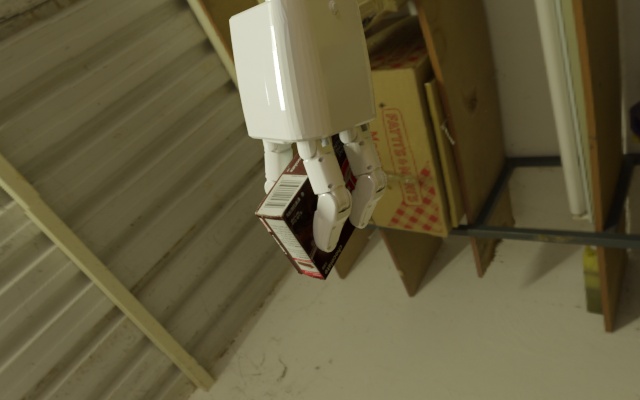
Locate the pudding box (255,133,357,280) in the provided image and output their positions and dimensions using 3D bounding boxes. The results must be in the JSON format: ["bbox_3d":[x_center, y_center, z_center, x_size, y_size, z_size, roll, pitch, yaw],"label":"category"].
[{"bbox_3d":[0.000,0.001,0.444,0.039,0.113,0.090,7,-38,40],"label":"pudding box"}]
